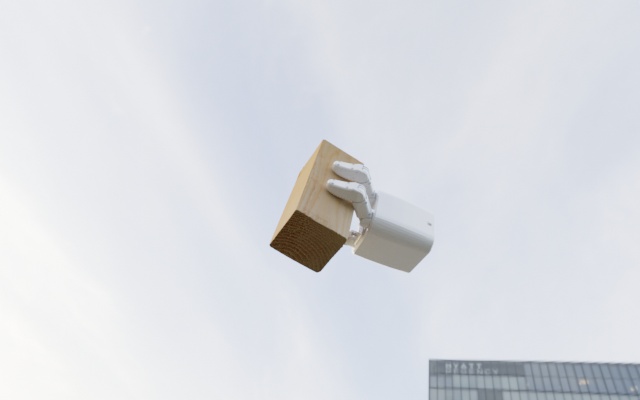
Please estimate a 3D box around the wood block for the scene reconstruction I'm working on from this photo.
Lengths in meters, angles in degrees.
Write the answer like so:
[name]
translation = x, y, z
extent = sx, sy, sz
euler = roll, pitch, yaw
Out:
[wood block]
translation = 0.000, 0.003, 0.775
extent = 0.090, 0.091, 0.206
euler = 30, 36, -9
